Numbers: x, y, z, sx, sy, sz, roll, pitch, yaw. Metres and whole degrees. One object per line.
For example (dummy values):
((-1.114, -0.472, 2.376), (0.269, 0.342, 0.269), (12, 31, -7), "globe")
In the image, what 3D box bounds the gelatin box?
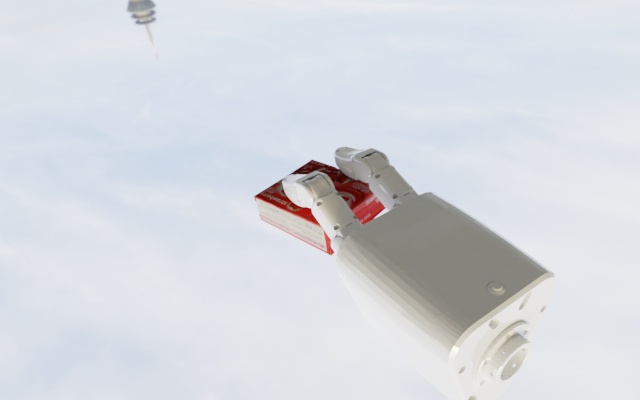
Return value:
((0.000, 0.002, 0.409), (0.089, 0.030, 0.073), (22, 45, 40), "gelatin box")
